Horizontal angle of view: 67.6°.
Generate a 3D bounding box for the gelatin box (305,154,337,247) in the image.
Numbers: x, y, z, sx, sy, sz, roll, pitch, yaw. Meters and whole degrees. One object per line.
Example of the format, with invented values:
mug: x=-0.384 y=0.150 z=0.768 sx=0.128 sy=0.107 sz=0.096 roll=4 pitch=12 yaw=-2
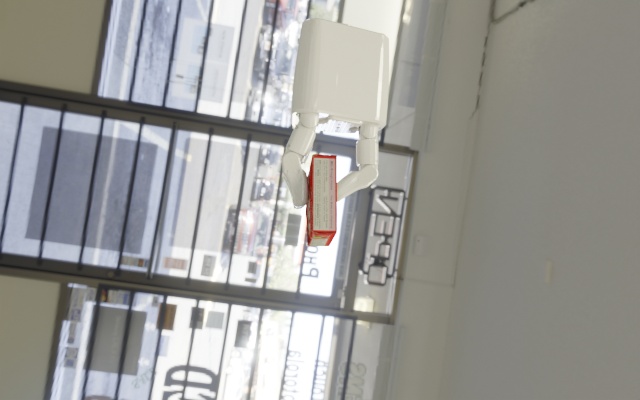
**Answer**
gelatin box: x=0.001 y=0.002 z=0.534 sx=0.030 sy=0.089 sz=0.073 roll=1 pitch=-16 yaw=-6
